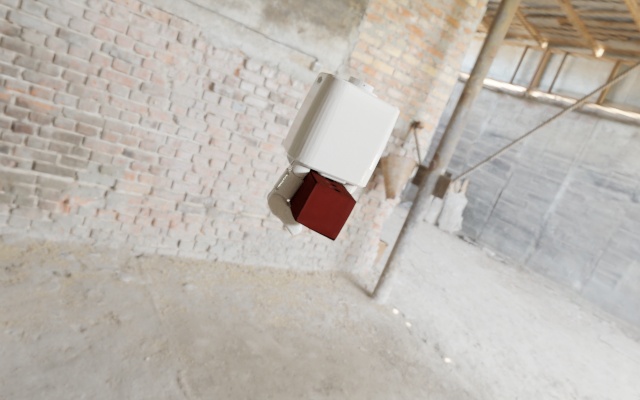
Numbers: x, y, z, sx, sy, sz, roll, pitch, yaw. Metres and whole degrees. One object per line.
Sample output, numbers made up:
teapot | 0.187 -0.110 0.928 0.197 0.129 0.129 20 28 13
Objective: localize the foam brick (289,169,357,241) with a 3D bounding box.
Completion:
foam brick | 0.000 0.002 0.551 0.053 0.051 0.078 27 10 -17
